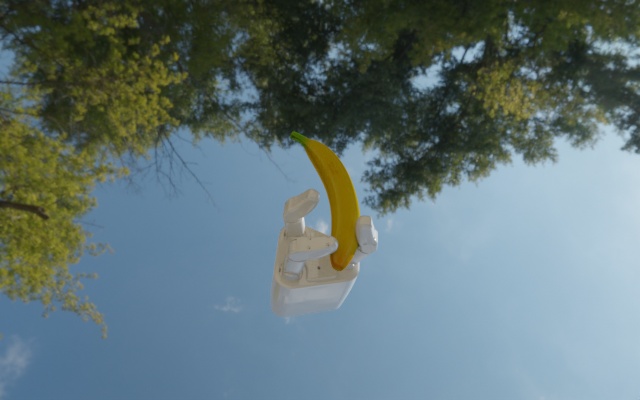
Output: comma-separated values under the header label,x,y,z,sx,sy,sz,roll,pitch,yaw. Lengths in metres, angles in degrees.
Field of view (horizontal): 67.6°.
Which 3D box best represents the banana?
label,x,y,z,sx,sy,sz,roll,pitch,yaw
banana,0.016,-0.003,0.610,0.069,0.197,0.037,-7,-28,-25
